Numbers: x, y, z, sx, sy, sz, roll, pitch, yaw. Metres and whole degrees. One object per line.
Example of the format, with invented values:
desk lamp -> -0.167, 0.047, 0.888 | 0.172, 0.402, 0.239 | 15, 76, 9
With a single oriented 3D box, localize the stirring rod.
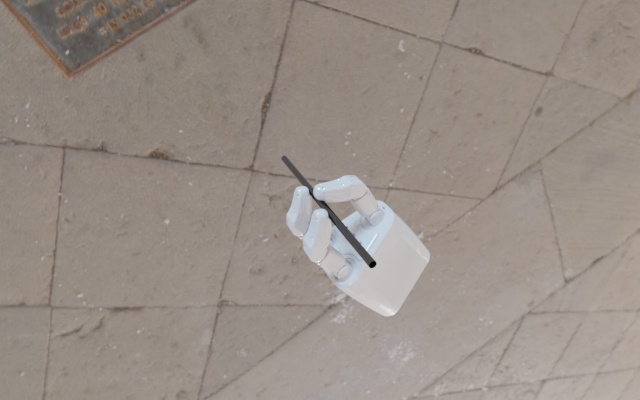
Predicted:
stirring rod -> 0.000, 0.002, 0.528 | 0.011, 0.011, 0.239 | 0, 28, -27
